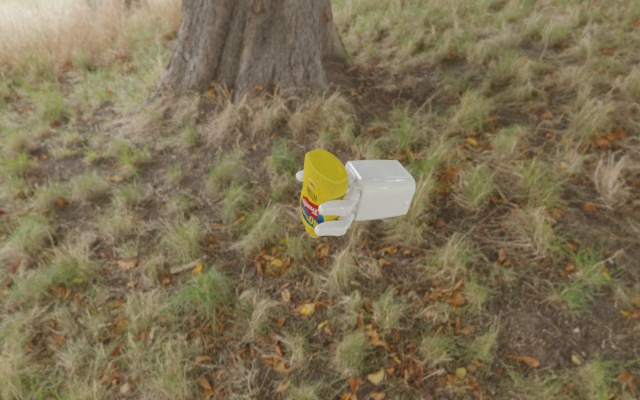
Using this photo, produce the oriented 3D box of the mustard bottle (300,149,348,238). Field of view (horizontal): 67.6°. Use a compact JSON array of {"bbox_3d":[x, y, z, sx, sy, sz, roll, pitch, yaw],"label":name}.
[{"bbox_3d":[0.000,0.003,0.898,0.058,0.192,0.096,-23,54,-28],"label":"mustard bottle"}]
